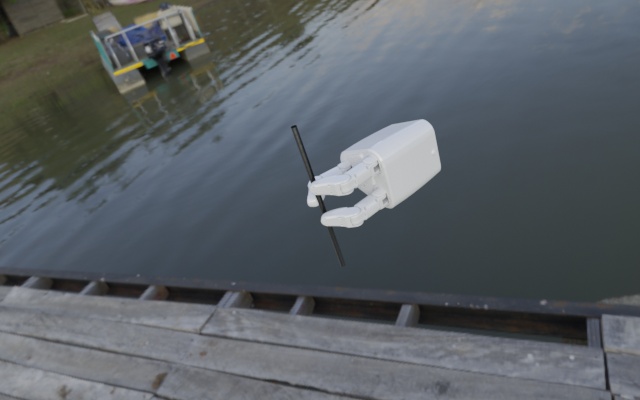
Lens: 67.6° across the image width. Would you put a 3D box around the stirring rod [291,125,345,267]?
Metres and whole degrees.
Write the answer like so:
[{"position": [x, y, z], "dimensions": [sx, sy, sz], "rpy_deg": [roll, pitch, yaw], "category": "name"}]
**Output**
[{"position": [0.000, 0.002, 0.677], "dimensions": [0.011, 0.240, 0.011], "rpy_deg": [-14, 31, 9], "category": "stirring rod"}]
